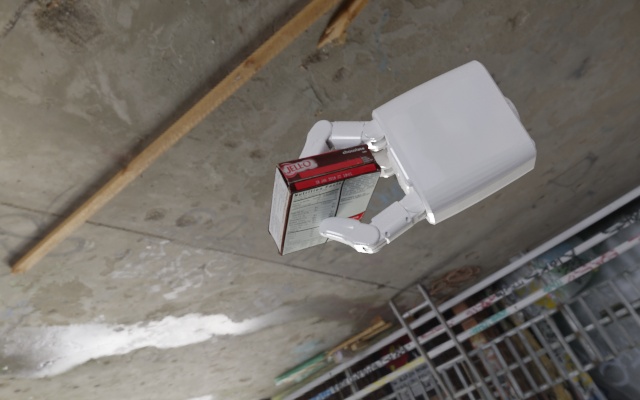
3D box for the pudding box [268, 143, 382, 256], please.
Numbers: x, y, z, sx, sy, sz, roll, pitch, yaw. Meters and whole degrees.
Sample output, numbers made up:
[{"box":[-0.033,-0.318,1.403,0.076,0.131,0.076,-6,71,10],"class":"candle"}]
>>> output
[{"box":[0.000,0.002,0.456,0.090,0.039,0.114,-14,-33,-20],"class":"pudding box"}]
